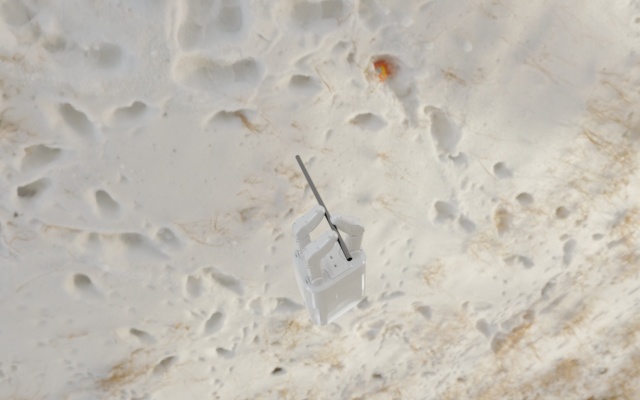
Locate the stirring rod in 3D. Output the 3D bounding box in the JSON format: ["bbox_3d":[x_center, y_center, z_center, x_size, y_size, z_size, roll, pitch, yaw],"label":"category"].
[{"bbox_3d":[0.000,0.002,0.722,0.011,0.011,0.239,0,39,-25],"label":"stirring rod"}]
